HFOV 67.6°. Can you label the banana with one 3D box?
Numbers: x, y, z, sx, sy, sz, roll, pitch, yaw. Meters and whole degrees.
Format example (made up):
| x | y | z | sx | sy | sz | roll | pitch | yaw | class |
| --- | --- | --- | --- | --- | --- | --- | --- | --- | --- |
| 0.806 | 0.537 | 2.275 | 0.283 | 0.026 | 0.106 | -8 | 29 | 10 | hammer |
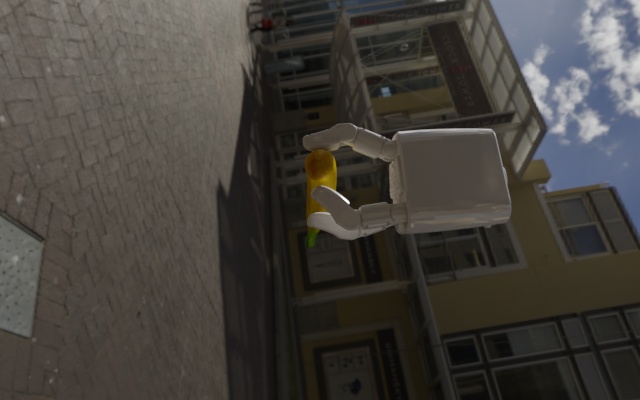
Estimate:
| x | y | z | sx | sy | sz | roll | pitch | yaw | class |
| --- | --- | --- | --- | --- | --- | --- | --- | --- | --- |
| 0.000 | -0.013 | 0.567 | 0.037 | 0.069 | 0.198 | 2 | -30 | 0 | banana |
